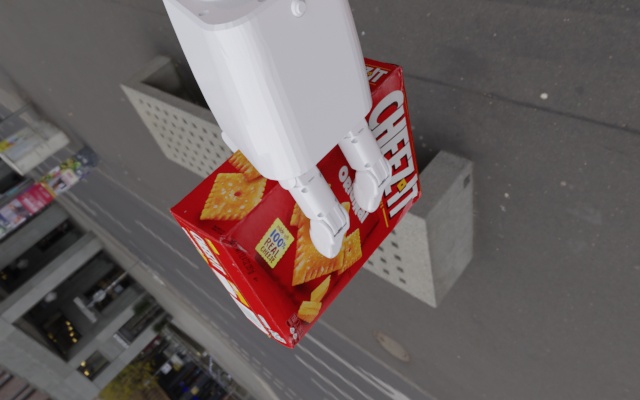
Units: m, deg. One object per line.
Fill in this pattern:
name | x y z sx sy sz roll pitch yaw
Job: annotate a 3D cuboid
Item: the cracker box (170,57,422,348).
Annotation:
cracker box | 0.000 0.001 0.422 0.072 0.164 0.213 26 60 36
